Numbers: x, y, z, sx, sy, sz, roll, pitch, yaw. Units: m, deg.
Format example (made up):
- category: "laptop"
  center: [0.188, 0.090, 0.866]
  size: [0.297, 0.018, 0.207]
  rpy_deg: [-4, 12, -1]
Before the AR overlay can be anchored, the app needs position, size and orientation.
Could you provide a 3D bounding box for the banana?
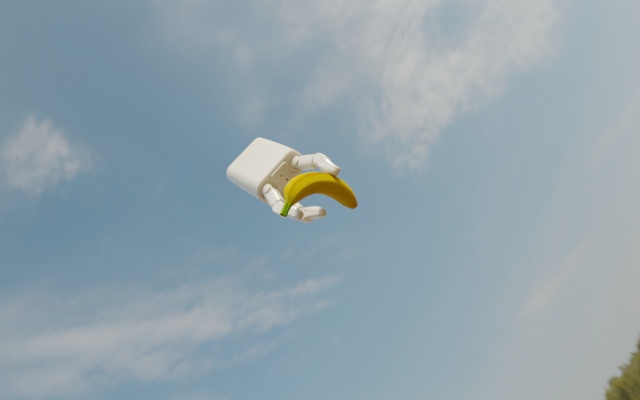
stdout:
- category: "banana"
  center: [0.001, -0.015, 0.819]
  size: [0.037, 0.070, 0.198]
  rpy_deg: [21, 17, 39]
